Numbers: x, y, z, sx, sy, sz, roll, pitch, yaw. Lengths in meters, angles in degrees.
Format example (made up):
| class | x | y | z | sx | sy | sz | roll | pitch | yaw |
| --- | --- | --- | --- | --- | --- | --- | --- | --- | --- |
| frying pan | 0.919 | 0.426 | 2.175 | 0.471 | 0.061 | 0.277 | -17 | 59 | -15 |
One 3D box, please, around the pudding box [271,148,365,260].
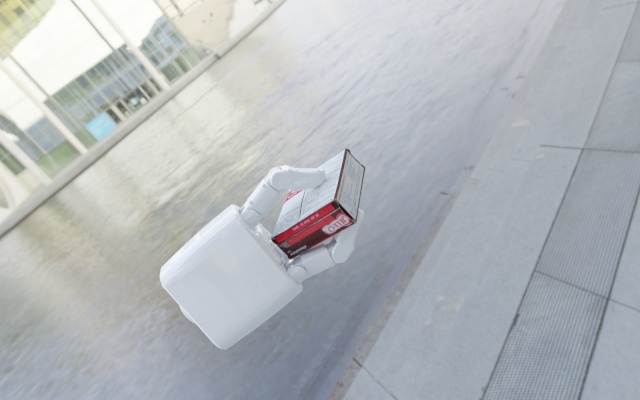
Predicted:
| class | x | y | z | sx | sy | sz | roll | pitch | yaw |
| --- | --- | --- | --- | --- | --- | --- | --- | --- | --- |
| pudding box | 0.000 | 0.002 | 0.521 | 0.090 | 0.039 | 0.113 | -31 | 25 | 27 |
